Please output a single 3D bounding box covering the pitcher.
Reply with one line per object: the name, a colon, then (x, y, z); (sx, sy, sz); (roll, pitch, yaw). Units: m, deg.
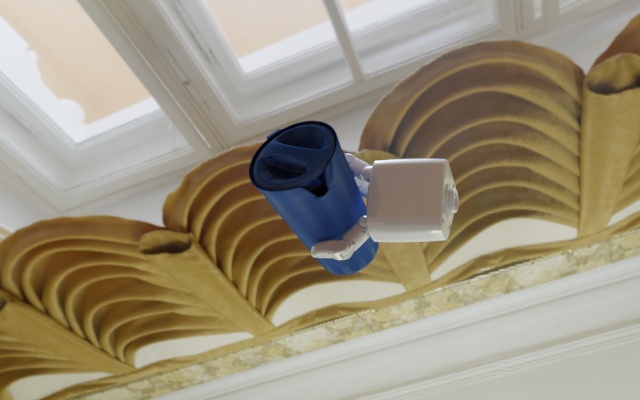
pitcher: (0.000, 0.002, 0.734); (0.145, 0.149, 0.243); (-3, -40, 26)
